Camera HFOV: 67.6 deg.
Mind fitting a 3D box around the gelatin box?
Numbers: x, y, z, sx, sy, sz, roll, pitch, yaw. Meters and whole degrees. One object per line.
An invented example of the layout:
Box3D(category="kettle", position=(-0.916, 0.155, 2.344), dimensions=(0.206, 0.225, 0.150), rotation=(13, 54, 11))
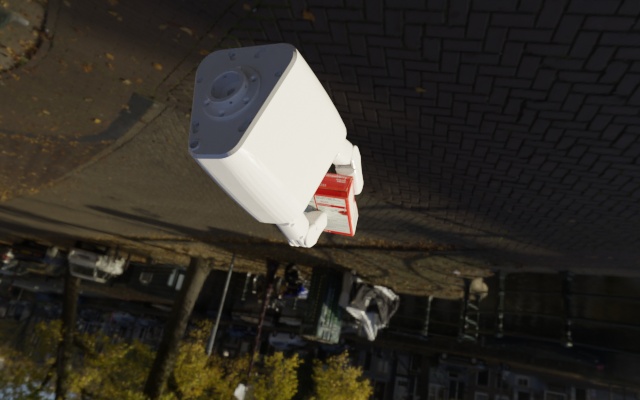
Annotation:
Box3D(category="gelatin box", position=(0.000, 0.002, 0.512), dimensions=(0.073, 0.030, 0.089), rotation=(9, -28, 13))
